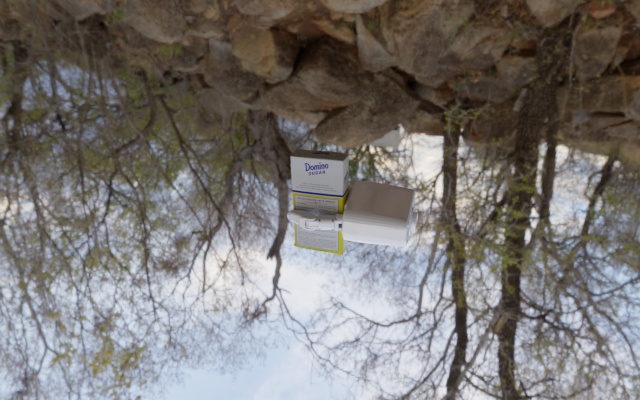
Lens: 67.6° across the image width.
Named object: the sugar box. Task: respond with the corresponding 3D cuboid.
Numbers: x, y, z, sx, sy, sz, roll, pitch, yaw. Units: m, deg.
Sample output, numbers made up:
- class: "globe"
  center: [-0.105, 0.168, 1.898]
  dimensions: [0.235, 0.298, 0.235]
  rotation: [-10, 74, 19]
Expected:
- class: "sugar box"
  center: [0.000, 0.003, 0.823]
  dimensions: [0.093, 0.176, 0.048]
  rotation: [7, 24, 15]
